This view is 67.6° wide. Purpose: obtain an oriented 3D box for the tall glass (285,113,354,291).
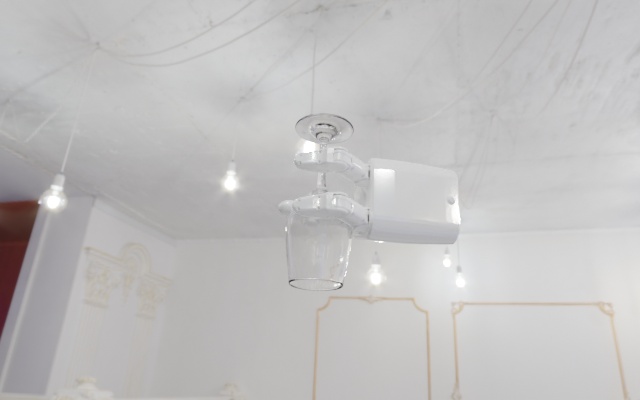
[{"bbox_3d":[0.000,0.001,0.567,0.079,0.201,0.079,3,-22,1],"label":"tall glass"}]
